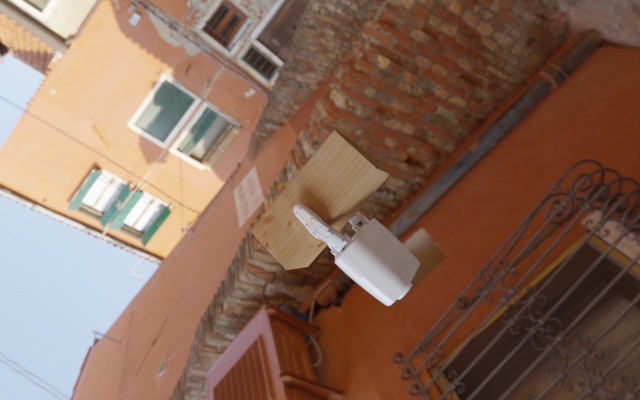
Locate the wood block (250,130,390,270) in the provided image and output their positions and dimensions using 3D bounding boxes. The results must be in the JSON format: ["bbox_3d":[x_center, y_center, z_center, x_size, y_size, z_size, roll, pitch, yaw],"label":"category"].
[{"bbox_3d":[0.000,0.003,0.751,0.090,0.206,0.091,45,12,18],"label":"wood block"}]
